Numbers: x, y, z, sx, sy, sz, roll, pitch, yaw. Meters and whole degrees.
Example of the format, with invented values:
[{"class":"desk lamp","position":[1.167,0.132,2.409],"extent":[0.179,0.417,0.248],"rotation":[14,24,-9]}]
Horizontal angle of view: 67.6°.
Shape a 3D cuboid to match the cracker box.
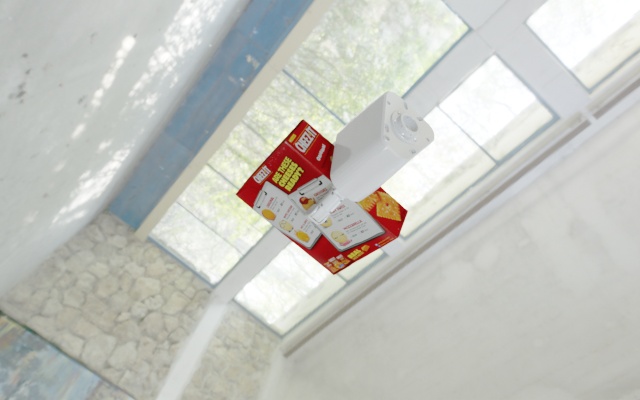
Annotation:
[{"class":"cracker box","position":[0.000,0.003,0.738],"extent":[0.164,0.214,0.072],"rotation":[-39,15,45]}]
